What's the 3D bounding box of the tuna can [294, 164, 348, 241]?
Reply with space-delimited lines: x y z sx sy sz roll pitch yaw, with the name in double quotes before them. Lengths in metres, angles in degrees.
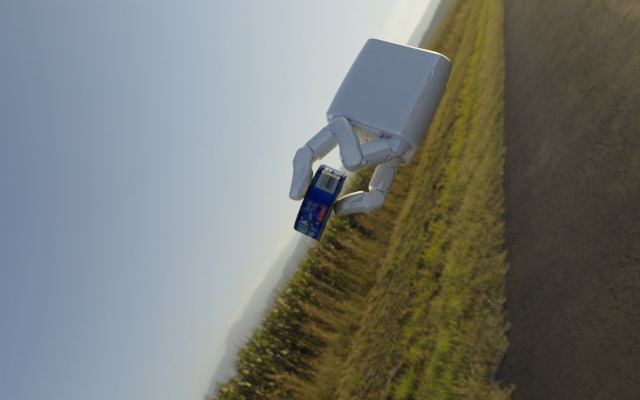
"tuna can" 0.000 0.002 0.554 0.034 0.086 0.086 23 1 3
